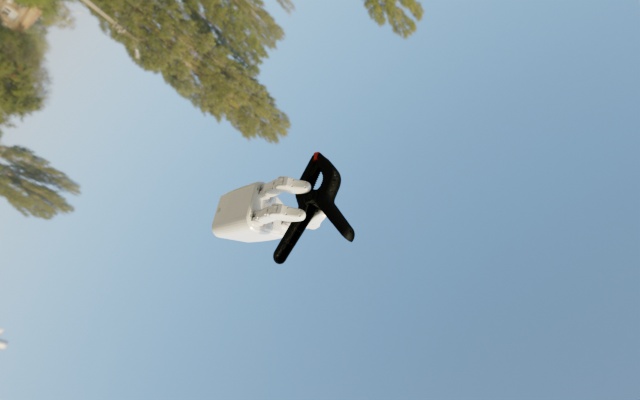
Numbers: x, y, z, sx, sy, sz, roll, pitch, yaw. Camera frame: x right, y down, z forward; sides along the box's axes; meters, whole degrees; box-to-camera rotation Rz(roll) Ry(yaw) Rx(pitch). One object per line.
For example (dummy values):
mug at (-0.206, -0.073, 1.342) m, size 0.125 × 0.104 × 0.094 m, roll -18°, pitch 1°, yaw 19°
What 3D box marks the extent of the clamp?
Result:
clamp at (0.001, 0.003, 0.819) m, size 0.164 × 0.210 × 0.036 m, roll -14°, pitch -37°, yaw 38°
